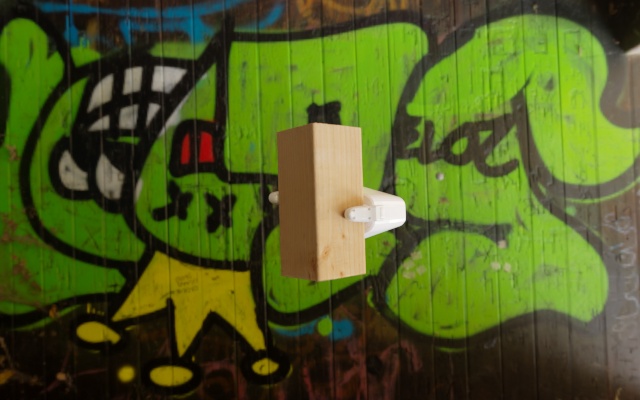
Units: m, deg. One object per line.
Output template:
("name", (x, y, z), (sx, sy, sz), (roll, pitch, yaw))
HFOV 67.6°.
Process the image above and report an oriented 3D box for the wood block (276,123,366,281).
("wood block", (0.001, 0.002, 0.675), (0.090, 0.206, 0.091), (-2, -1, -40))
